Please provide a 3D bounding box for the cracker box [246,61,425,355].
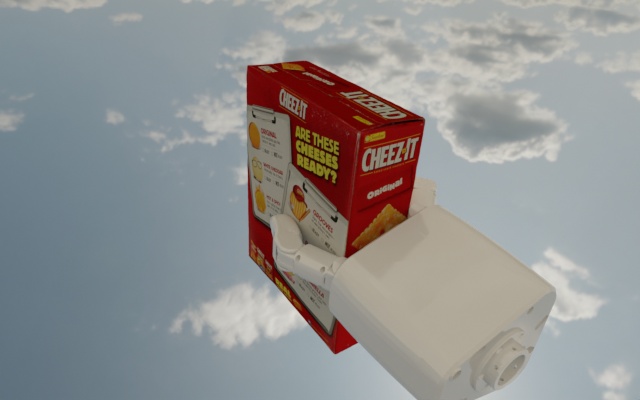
[{"bbox_3d":[0.000,0.002,0.432,0.072,0.214,0.164,-17,37,-31],"label":"cracker box"}]
